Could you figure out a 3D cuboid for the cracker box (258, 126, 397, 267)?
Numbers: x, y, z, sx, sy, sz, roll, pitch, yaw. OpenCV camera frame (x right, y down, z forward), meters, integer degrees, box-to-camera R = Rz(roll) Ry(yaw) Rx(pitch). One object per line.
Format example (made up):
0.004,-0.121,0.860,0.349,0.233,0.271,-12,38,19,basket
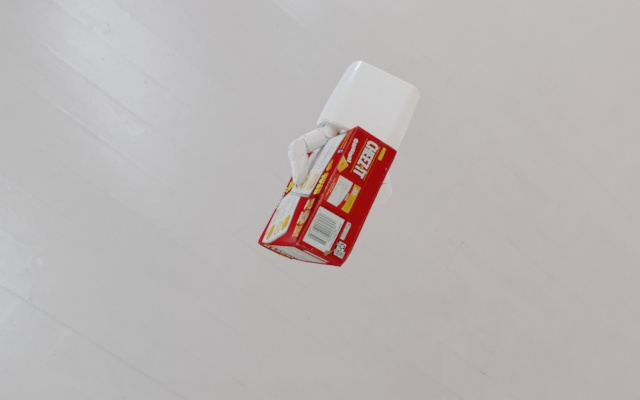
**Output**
0.000,0.002,0.658,0.072,0.164,0.214,30,-13,-15,cracker box
